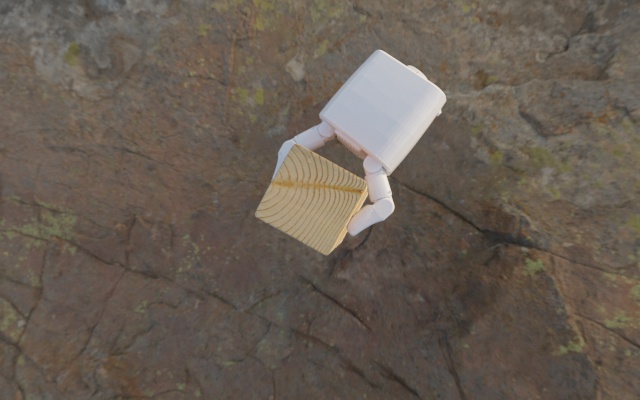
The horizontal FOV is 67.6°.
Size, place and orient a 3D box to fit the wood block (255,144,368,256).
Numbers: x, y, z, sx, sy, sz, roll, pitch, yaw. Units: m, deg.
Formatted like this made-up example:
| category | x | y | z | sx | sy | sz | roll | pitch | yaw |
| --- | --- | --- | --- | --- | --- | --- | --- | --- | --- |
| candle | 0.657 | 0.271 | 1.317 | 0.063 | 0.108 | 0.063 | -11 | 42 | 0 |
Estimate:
| category | x | y | z | sx | sy | sz | roll | pitch | yaw |
| --- | --- | --- | --- | --- | --- | --- | --- | --- | --- |
| wood block | 0.000 | 0.001 | 0.593 | 0.091 | 0.090 | 0.206 | 29 | 1 | 6 |
